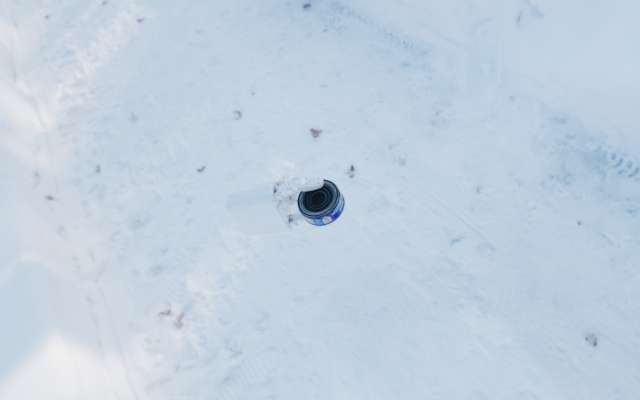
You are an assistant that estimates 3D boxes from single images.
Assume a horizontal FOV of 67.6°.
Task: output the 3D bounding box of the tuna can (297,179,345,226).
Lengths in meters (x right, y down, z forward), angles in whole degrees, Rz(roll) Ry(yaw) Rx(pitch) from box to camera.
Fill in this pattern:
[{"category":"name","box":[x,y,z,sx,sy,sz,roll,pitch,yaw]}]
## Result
[{"category":"tuna can","box":[0.000,0.003,0.893,0.086,0.086,0.034,0,-30,22]}]
